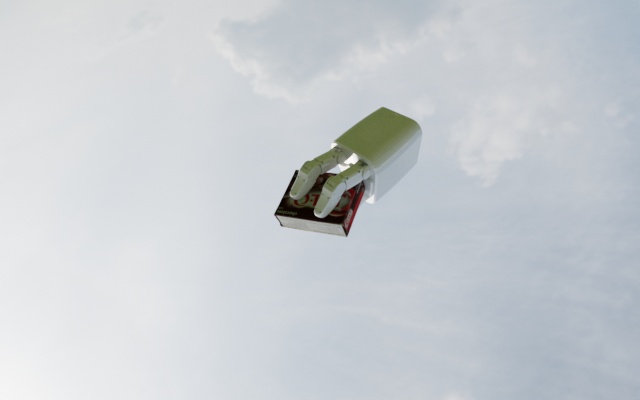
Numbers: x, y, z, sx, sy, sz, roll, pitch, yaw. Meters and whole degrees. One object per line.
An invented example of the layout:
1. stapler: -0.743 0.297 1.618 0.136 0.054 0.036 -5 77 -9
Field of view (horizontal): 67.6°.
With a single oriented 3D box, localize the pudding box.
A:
1. pudding box: 0.000 0.002 0.709 0.113 0.090 0.039 5 -37 26
